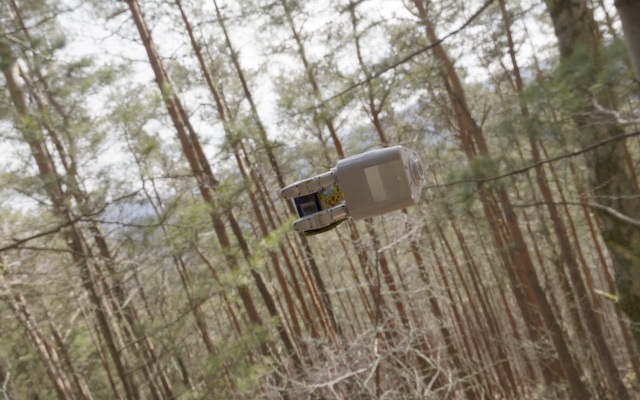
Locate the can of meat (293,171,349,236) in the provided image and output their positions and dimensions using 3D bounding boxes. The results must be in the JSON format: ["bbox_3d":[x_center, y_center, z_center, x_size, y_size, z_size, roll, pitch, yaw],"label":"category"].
[{"bbox_3d":[0.000,0.002,0.793,0.057,0.084,0.102,-13,9,31],"label":"can of meat"}]
